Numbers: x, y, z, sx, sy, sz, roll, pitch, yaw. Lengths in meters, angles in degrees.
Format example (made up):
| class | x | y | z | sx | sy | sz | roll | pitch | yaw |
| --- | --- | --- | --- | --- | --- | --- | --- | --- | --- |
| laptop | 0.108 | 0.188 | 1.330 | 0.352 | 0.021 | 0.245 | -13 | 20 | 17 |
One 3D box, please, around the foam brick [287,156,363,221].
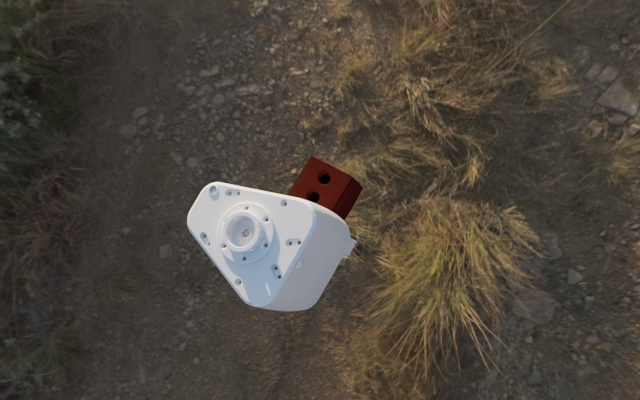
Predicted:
| class | x | y | z | sx | sy | sz | roll | pitch | yaw |
| --- | --- | --- | --- | --- | --- | --- | --- | --- | --- |
| foam brick | 0.000 | 0.001 | 0.503 | 0.053 | 0.078 | 0.051 | 29 | -2 | 21 |
